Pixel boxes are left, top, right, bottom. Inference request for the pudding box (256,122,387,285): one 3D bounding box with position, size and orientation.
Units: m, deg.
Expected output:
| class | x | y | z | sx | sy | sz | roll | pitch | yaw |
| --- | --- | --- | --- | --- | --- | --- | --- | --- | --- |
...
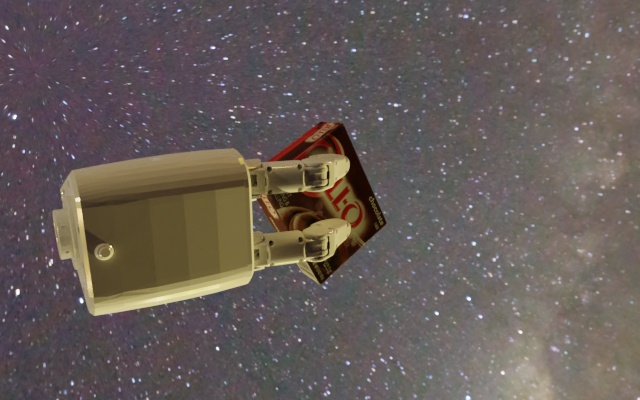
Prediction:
| class | x | y | z | sx | sy | sz | roll | pitch | yaw |
| --- | --- | --- | --- | --- | --- | --- | --- | --- | --- |
| pudding box | 0.000 | 0.001 | 0.416 | 0.090 | 0.113 | 0.039 | -39 | 32 | -22 |
